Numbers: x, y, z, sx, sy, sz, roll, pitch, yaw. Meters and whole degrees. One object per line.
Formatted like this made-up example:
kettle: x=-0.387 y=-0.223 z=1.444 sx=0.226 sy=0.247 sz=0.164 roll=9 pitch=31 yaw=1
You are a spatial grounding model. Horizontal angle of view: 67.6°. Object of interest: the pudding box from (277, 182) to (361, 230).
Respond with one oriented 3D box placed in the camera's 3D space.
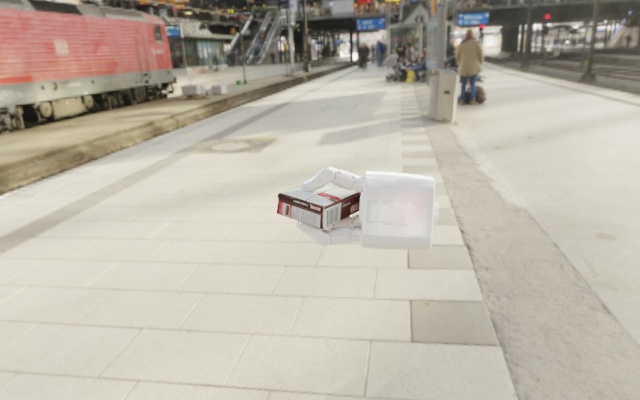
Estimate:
pudding box: x=0.000 y=0.002 z=0.755 sx=0.090 sy=0.039 sz=0.113 roll=16 pitch=22 yaw=32
